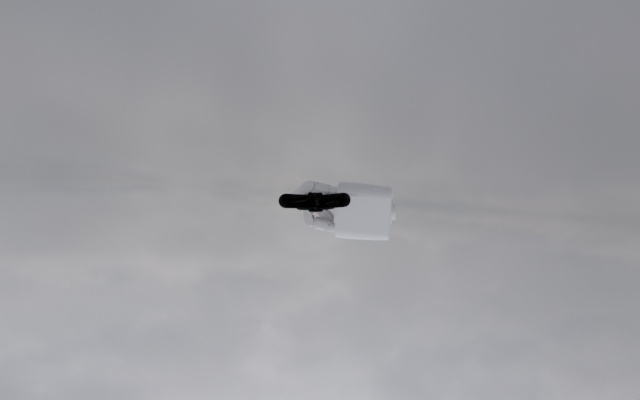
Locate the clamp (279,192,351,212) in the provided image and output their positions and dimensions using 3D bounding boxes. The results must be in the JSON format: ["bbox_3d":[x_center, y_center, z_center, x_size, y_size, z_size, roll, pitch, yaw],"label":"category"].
[{"bbox_3d":[0.000,0.003,0.870,0.120,0.039,0.171,5,0,9],"label":"clamp"}]
